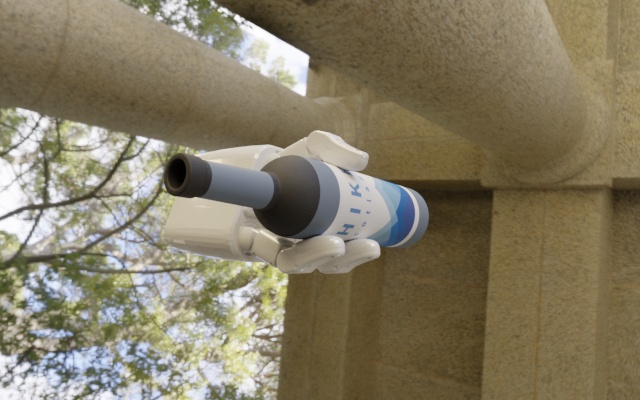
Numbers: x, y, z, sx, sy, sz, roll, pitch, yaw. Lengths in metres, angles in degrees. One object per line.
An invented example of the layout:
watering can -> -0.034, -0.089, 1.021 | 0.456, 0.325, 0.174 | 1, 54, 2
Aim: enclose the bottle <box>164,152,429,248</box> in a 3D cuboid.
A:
bottle -> 0.000, 0.001, 0.409 | 0.069, 0.069, 0.296 | 0, -7, 37
